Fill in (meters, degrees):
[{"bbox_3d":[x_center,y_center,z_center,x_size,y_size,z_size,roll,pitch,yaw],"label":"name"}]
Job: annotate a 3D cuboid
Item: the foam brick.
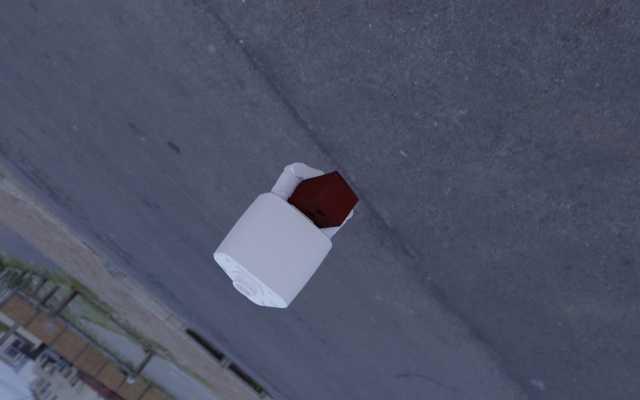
[{"bbox_3d":[0.000,0.002,0.626,0.078,0.053,0.051,-12,35,53],"label":"foam brick"}]
